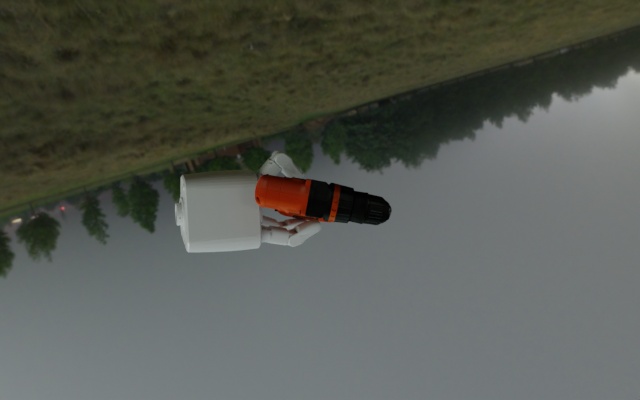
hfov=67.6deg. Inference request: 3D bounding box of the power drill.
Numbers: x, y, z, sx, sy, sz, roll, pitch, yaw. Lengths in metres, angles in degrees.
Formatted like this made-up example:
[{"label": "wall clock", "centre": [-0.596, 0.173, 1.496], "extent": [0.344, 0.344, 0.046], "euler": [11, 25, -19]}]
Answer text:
[{"label": "power drill", "centre": [0.000, 0.002, 0.709], "extent": [0.184, 0.057, 0.187], "euler": [12, -4, -3]}]
